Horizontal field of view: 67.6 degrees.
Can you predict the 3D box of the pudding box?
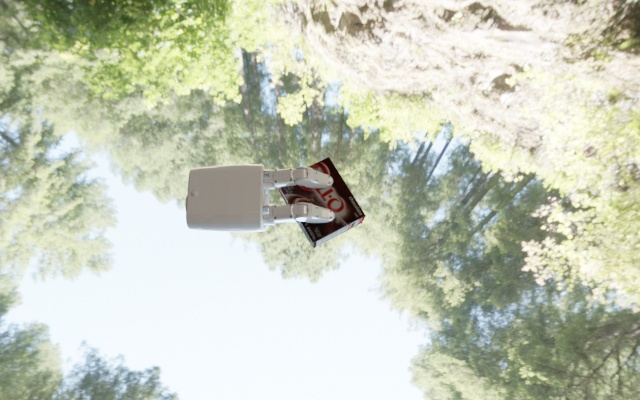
[{"bbox_3d":[0.000,0.002,0.715,0.090,0.113,0.039,-27,-16,-13],"label":"pudding box"}]
